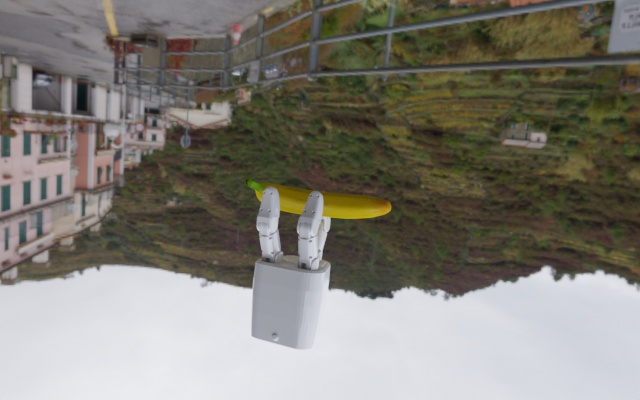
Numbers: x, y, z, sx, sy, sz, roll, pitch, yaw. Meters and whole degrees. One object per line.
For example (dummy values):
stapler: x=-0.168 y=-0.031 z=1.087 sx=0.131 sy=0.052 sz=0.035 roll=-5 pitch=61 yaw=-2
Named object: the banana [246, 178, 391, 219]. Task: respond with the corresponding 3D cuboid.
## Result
banana: x=-0.004 y=0.003 z=0.666 sx=0.198 sy=0.037 sz=0.069 roll=8 pitch=-4 yaw=-1
